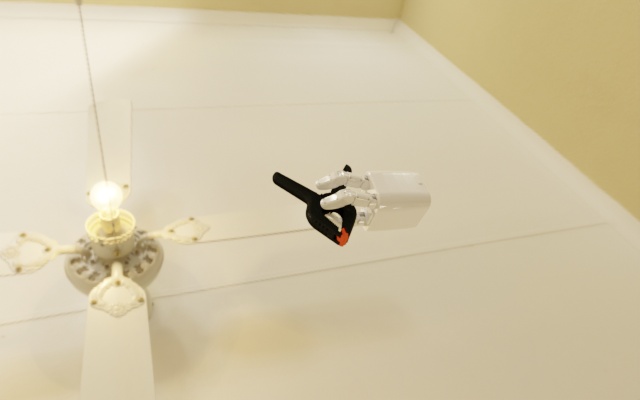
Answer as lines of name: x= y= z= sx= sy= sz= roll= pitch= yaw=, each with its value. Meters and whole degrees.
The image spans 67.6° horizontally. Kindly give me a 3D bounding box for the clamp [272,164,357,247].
clamp: x=0.000 y=0.004 z=0.894 sx=0.164 sy=0.036 sz=0.209 roll=-3 pitch=42 yaw=-11
